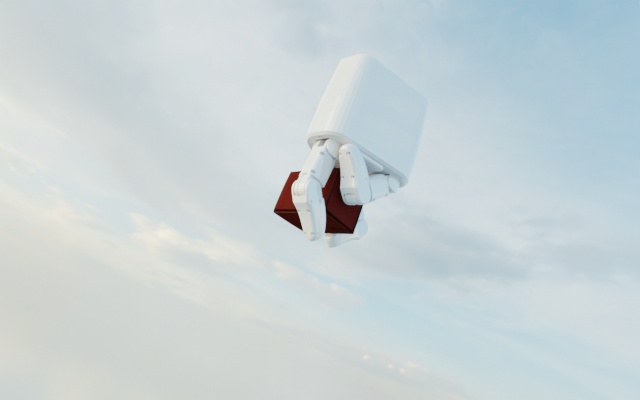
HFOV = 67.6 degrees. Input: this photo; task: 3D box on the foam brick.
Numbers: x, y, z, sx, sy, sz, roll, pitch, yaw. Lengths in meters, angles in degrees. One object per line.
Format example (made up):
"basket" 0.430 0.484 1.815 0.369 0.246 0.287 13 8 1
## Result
"foam brick" 0.000 0.002 0.511 0.078 0.051 0.053 -1 -29 43
